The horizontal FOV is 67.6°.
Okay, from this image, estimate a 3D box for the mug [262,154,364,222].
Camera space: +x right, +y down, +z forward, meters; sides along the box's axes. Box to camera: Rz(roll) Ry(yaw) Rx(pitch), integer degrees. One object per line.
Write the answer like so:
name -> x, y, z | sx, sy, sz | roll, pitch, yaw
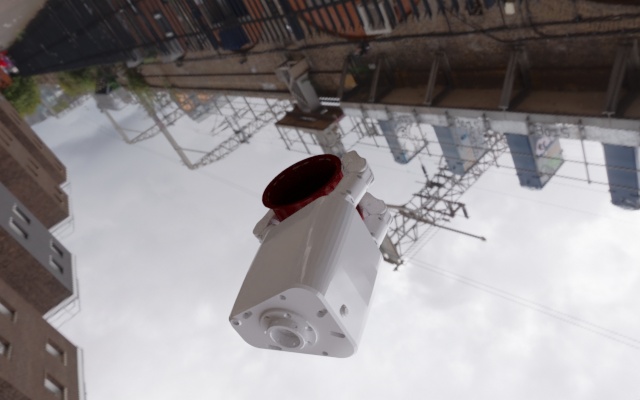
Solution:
mug -> 0.001, 0.001, 0.526 | 0.093, 0.081, 0.117 | -11, 33, 30
